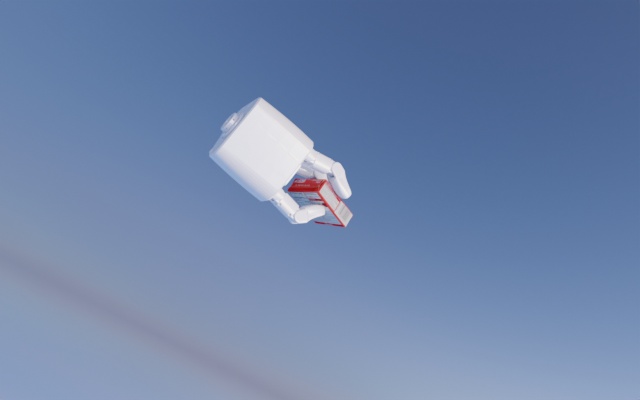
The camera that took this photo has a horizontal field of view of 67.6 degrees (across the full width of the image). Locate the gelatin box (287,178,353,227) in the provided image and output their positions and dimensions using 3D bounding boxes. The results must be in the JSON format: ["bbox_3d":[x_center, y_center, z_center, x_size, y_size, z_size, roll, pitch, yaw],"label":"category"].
[{"bbox_3d":[0.000,0.003,0.775,0.073,0.030,0.089,4,-39,47],"label":"gelatin box"}]
